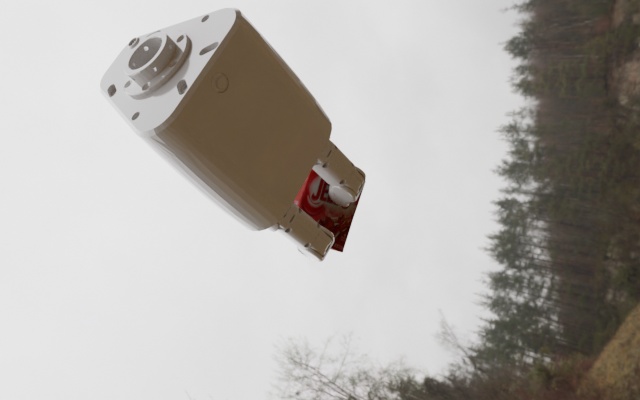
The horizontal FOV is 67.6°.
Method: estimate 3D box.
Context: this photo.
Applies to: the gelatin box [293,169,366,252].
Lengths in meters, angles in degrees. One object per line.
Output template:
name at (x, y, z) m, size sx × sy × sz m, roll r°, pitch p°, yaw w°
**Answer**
gelatin box at (0.000, 0.001, 0.427) m, size 0.030 × 0.073 × 0.089 m, roll 14°, pitch -8°, yaw 35°
